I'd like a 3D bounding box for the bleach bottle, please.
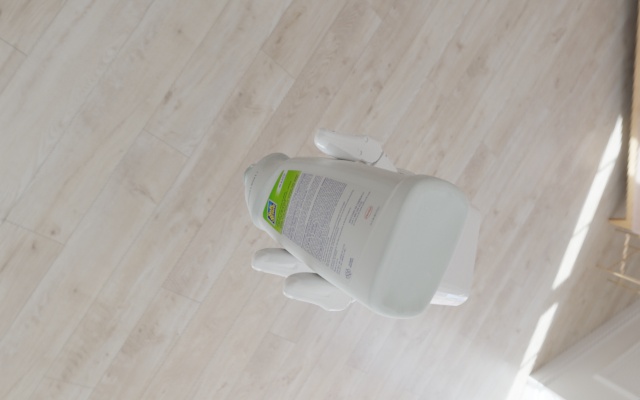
[{"bbox_3d":[0.000,0.001,0.412,0.068,0.102,0.250,18,6,-37],"label":"bleach bottle"}]
